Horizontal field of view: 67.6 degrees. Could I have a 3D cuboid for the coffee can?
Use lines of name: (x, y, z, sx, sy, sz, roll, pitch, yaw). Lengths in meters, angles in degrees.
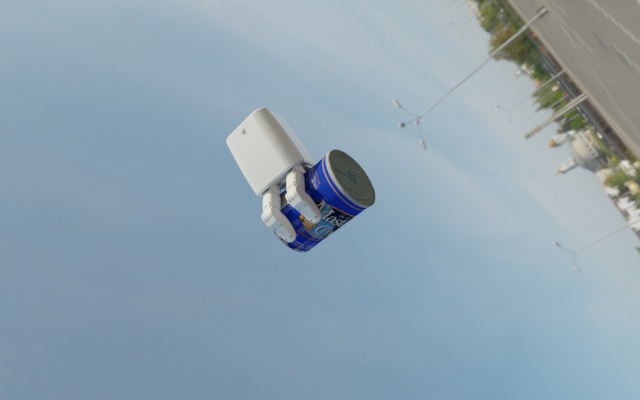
coffee can: (0.000, 0.003, 0.745, 0.140, 0.102, 0.103, -38, -20, 28)
